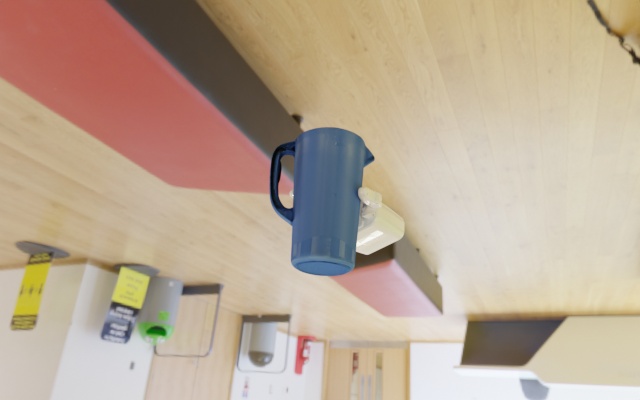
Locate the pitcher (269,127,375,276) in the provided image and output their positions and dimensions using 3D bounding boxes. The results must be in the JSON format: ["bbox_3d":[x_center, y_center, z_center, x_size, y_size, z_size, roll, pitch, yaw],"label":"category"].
[{"bbox_3d":[0.000,0.003,0.842,0.149,0.242,0.145,-14,-29,36],"label":"pitcher"}]
